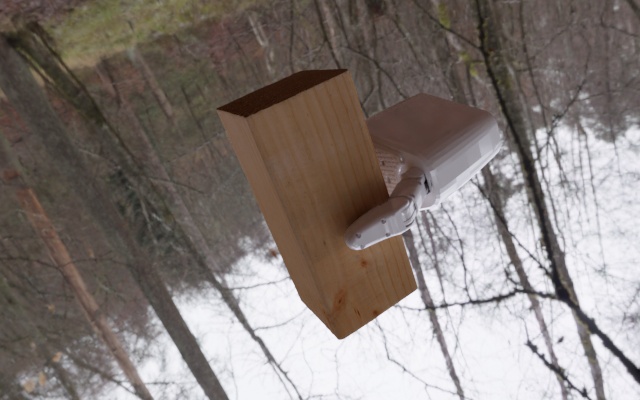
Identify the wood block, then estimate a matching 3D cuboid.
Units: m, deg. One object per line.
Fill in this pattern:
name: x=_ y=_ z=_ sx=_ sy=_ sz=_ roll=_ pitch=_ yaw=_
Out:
wood block: x=0.001 y=0.001 z=0.416 sx=0.090 sy=0.206 sz=0.091 roll=-29 pitch=24 yaw=-18
